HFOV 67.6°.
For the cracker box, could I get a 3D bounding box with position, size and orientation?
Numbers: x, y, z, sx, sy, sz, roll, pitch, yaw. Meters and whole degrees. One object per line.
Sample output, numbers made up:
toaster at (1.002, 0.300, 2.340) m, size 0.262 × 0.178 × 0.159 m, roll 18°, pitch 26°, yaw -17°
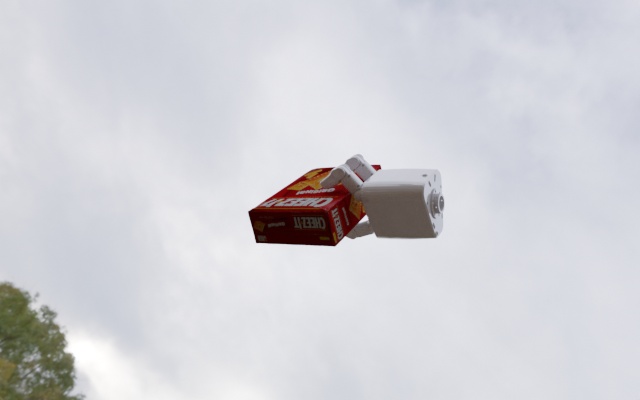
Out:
cracker box at (0.000, 0.003, 0.857) m, size 0.164 × 0.072 × 0.213 m, roll -2°, pitch 22°, yaw 33°
